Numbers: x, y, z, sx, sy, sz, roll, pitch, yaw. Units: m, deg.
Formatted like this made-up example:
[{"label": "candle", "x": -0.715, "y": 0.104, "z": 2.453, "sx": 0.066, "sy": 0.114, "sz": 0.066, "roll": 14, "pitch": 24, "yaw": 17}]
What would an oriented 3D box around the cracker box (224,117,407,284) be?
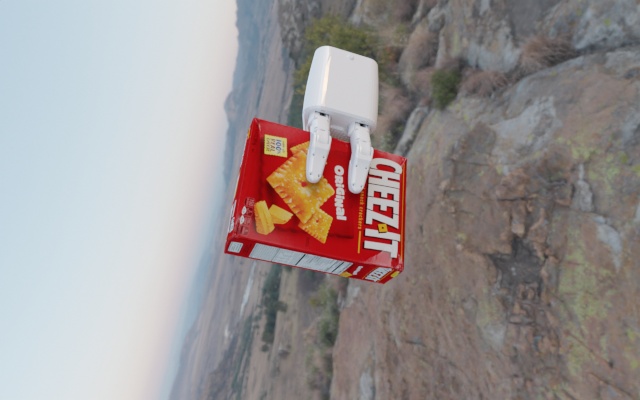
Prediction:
[{"label": "cracker box", "x": 0.000, "y": 0.002, "z": 0.606, "sx": 0.214, "sy": 0.164, "sz": 0.072, "roll": 13, "pitch": -26, "yaw": -13}]
